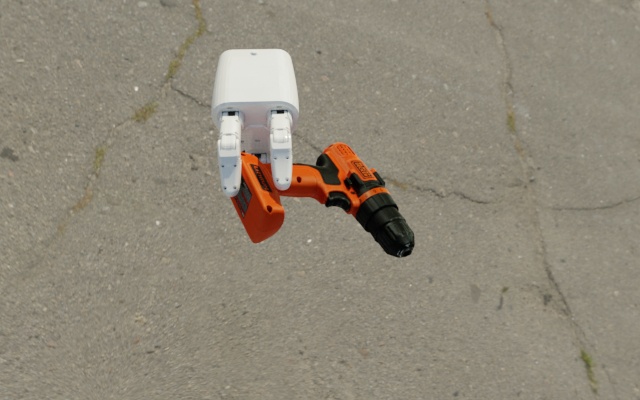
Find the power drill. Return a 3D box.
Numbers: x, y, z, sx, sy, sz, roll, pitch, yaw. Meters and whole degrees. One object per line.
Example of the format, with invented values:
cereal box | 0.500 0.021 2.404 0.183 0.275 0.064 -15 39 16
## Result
power drill | 0.000 0.002 0.551 0.187 0.057 0.184 -3 43 -35
